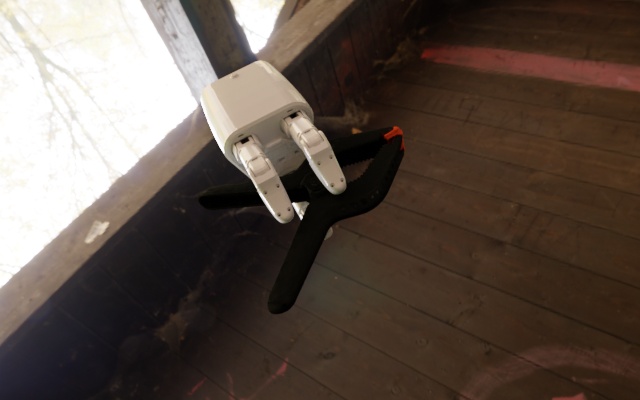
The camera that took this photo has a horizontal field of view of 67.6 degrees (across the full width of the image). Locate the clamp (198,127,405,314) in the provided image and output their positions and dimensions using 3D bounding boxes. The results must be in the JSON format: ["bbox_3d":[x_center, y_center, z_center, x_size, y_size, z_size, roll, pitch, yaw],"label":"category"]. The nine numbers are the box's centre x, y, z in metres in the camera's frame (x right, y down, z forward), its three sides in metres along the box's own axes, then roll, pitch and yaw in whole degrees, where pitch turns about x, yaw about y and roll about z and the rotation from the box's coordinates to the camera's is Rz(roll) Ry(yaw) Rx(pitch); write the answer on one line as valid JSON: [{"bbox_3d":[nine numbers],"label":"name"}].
[{"bbox_3d":[0.001,0.002,0.456,0.210,0.164,0.036,-29,-38,-7],"label":"clamp"}]
